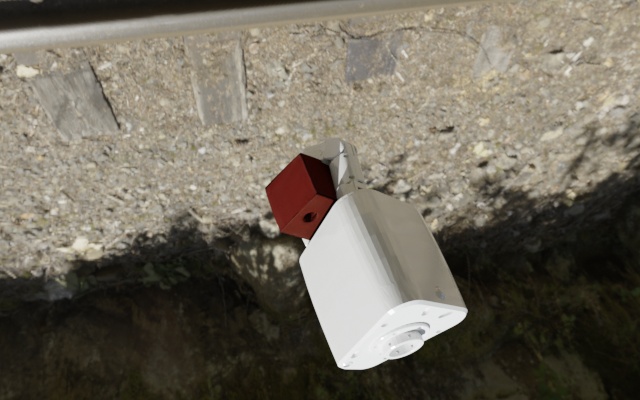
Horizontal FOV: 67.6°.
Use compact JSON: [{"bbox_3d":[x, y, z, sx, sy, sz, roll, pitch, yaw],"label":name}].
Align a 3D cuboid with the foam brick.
[{"bbox_3d":[0.000,0.001,0.432,0.078,0.051,0.053,19,-52,-41],"label":"foam brick"}]
